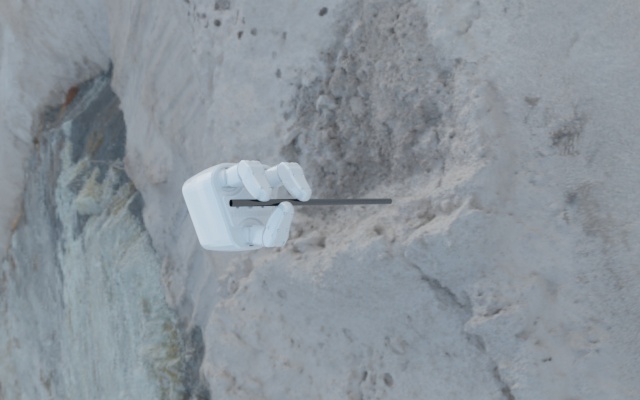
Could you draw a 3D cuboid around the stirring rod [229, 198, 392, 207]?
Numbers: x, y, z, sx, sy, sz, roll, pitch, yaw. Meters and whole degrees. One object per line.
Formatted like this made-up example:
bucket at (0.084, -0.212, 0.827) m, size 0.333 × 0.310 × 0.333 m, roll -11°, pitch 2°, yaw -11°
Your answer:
stirring rod at (0.000, 0.002, 0.578) m, size 0.239 × 0.011 × 0.011 m, roll -1°, pitch 0°, yaw -38°
